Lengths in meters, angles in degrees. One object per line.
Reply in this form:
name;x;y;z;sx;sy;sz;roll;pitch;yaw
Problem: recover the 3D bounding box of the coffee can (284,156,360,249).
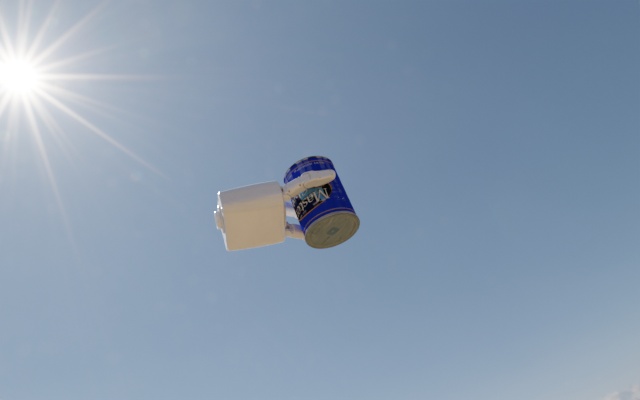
coffee can;0.000;0.003;0.879;0.103;0.140;0.103;-15;-36;-11
